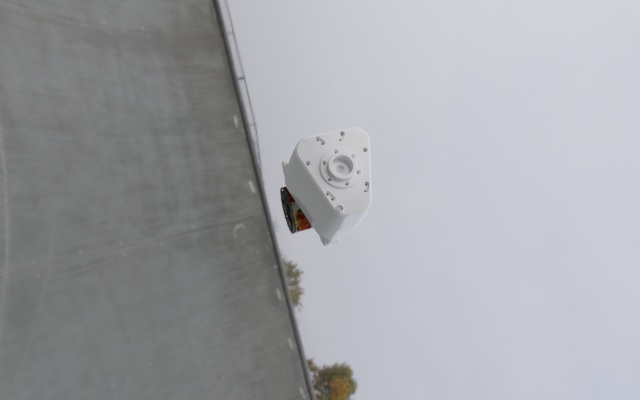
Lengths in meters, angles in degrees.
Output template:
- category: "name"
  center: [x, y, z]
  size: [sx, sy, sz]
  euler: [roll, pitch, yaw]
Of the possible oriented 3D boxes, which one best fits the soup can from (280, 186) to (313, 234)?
- category: "soup can"
  center: [0.000, 0.002, 0.682]
  size: [0.102, 0.068, 0.068]
  euler: [-14, 3, -13]
